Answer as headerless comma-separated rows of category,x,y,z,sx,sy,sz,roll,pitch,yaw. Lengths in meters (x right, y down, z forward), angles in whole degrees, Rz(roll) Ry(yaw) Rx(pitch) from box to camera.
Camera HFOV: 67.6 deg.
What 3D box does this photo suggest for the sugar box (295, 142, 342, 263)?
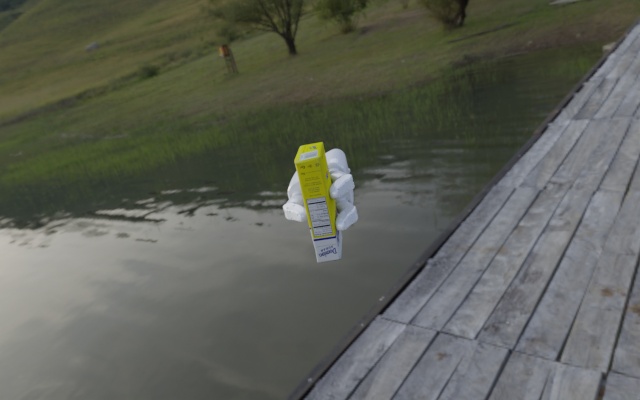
sugar box,0.001,0.002,0.781,0.048,0.176,0.093,-12,21,9
